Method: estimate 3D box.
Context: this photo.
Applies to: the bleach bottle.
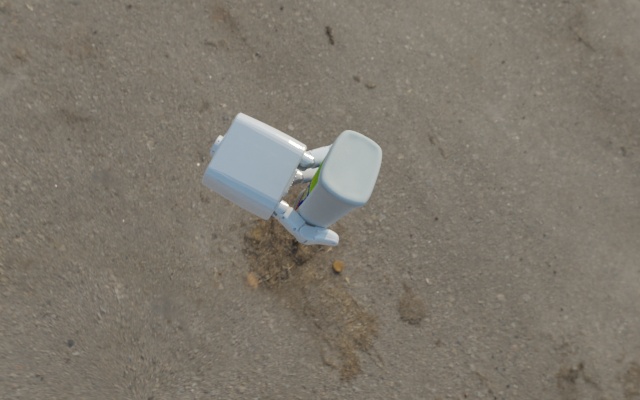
[{"bbox_3d":[0.000,0.002,0.683,0.068,0.102,0.251,27,-29,-8],"label":"bleach bottle"}]
